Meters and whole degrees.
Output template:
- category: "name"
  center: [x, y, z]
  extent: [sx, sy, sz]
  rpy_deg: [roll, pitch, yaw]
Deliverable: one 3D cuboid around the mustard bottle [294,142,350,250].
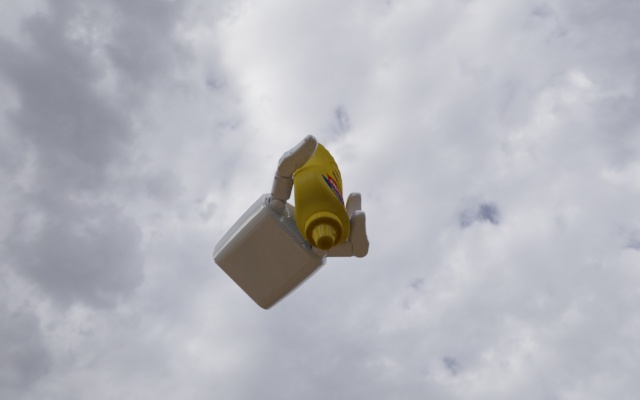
- category: "mustard bottle"
  center: [0.000, 0.002, 0.575]
  extent: [0.058, 0.096, 0.191]
  rpy_deg: [-20, 26, 8]
